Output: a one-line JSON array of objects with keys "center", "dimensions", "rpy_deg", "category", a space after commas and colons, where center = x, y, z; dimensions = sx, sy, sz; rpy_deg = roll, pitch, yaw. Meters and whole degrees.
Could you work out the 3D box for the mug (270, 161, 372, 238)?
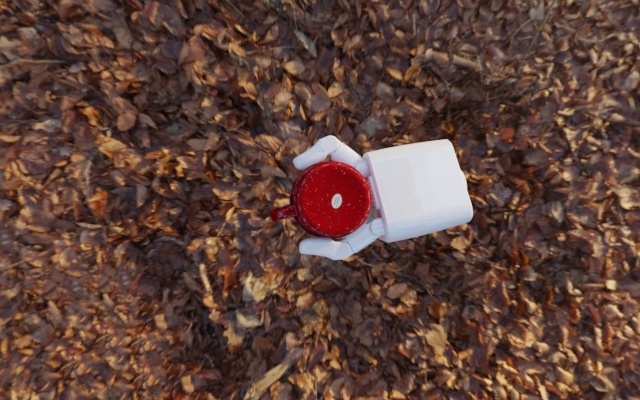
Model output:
[{"center": [-0.001, 0.002, 0.537], "dimensions": [0.117, 0.093, 0.081], "rpy_deg": [-13, 1, -4], "category": "mug"}]
